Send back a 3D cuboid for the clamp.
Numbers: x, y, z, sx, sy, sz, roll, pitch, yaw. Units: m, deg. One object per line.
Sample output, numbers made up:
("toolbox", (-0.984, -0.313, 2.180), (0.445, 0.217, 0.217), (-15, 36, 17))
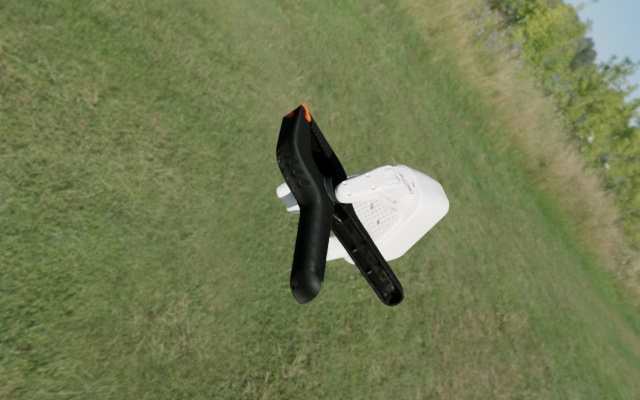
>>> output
("clamp", (0.001, 0.001, 0.429), (0.036, 0.210, 0.164), (-29, -19, 24))
